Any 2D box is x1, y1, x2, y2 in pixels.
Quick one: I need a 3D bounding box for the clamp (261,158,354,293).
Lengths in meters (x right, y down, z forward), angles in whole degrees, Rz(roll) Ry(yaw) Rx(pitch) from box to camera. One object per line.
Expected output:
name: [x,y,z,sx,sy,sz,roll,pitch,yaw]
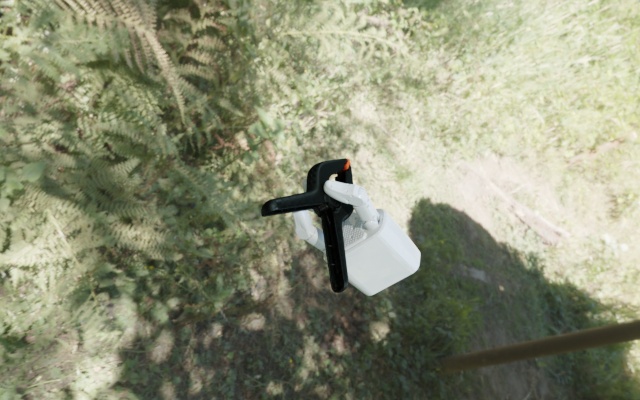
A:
clamp: [0.001,0.002,0.675,0.036,0.209,0.165,-23,-55,35]
